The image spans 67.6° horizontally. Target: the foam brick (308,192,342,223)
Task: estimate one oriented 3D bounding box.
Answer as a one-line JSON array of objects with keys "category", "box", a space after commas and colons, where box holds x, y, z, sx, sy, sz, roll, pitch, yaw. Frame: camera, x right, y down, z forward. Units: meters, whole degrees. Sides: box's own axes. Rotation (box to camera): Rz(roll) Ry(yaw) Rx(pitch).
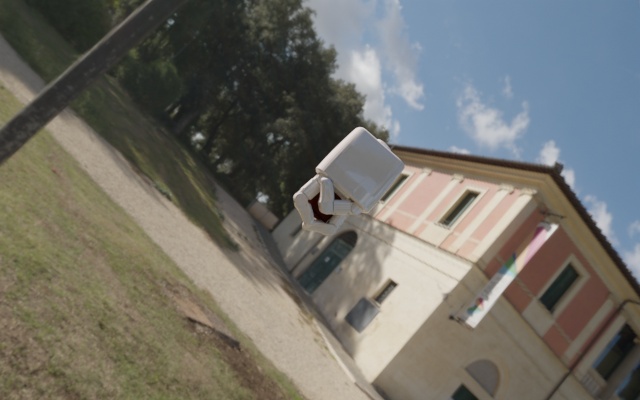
[{"category": "foam brick", "box": [0.000, 0.003, 0.864, 0.053, 0.051, 0.078, 44, -7, -12]}]
